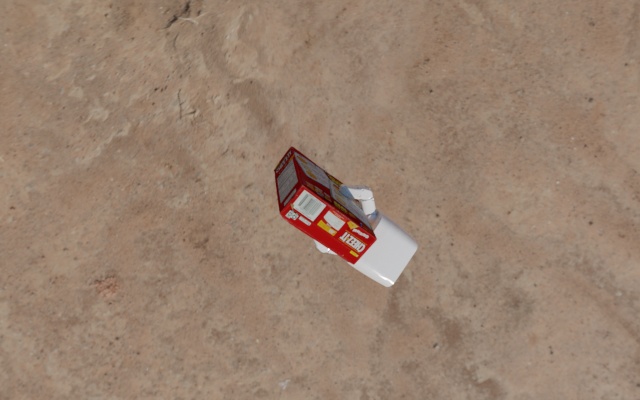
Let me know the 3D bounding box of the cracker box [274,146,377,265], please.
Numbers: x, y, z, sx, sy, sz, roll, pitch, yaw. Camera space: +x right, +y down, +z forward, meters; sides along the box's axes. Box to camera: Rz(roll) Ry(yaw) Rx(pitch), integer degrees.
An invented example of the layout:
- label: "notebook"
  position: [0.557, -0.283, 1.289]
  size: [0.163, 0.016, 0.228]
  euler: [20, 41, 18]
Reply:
- label: "cracker box"
  position: [0.000, 0.003, 0.864]
  size: [0.164, 0.072, 0.213]
  euler: [35, 14, -20]
